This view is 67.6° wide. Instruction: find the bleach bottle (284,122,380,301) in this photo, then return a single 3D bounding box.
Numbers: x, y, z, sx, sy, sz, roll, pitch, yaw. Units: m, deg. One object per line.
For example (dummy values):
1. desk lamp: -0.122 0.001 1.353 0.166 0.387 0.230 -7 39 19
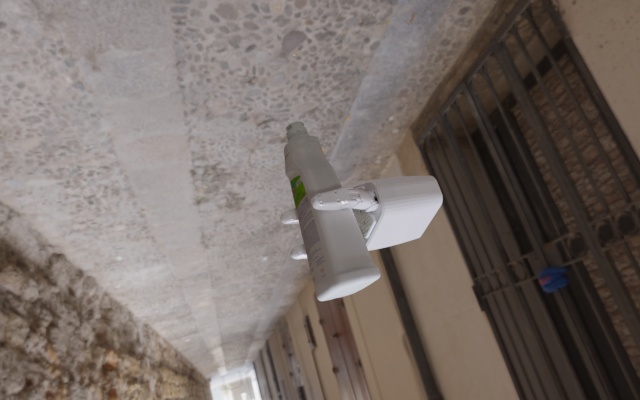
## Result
1. bleach bottle: 0.000 0.002 0.650 0.068 0.250 0.103 -8 -21 -25
